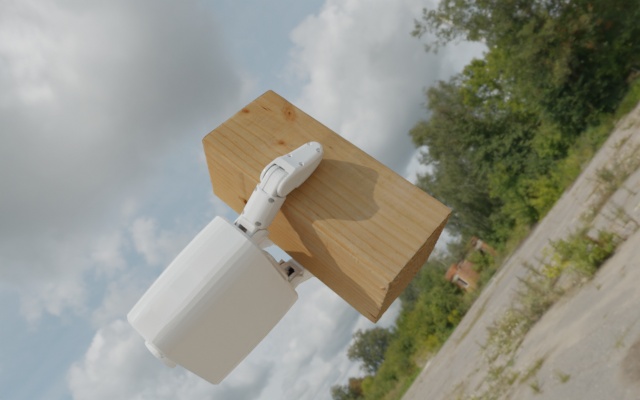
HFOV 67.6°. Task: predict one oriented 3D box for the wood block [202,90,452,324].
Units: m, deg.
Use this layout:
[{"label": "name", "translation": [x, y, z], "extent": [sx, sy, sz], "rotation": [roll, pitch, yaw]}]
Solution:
[{"label": "wood block", "translation": [0.000, 0.001, 0.437], "extent": [0.206, 0.090, 0.091], "rotation": [36, -29, 19]}]
